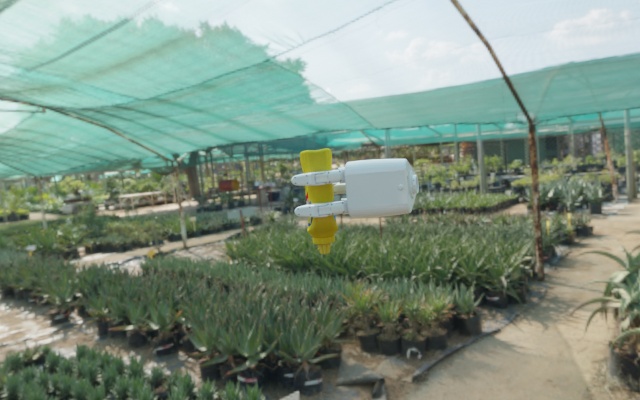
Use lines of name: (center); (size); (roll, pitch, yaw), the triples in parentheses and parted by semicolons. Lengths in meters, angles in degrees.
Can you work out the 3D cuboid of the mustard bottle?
mustard bottle: (0.000, 0.003, 0.875); (0.058, 0.191, 0.096); (-6, 5, -6)
